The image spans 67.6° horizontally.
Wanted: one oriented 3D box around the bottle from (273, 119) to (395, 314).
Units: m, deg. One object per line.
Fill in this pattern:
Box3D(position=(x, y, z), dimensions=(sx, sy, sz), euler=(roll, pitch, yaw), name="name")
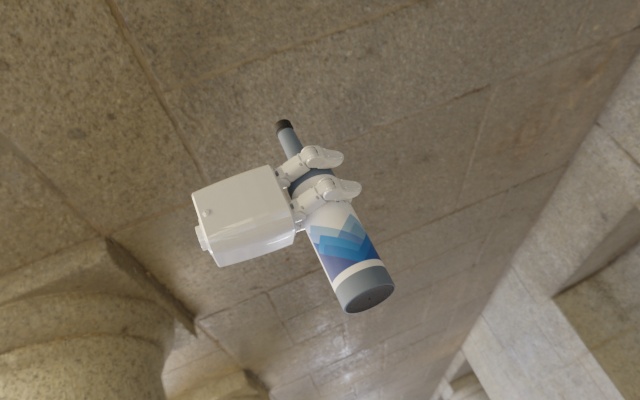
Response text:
Box3D(position=(0.000, 0.002, 0.626), dimensions=(0.069, 0.295, 0.069), euler=(-19, -32, -13), name="bottle")
